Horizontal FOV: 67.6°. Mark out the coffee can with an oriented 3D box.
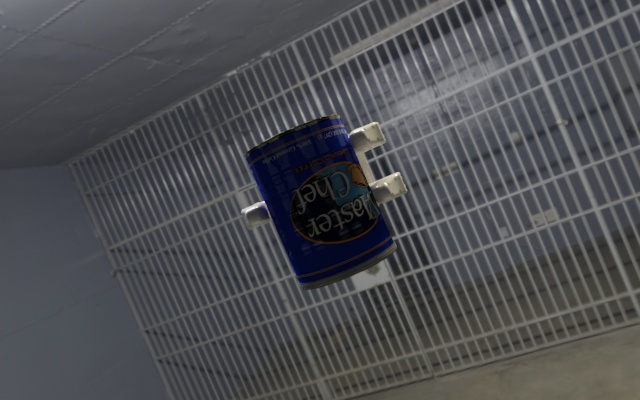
[{"bbox_3d":[0.000,0.002,0.466,0.103,0.140,0.103,-23,1,0],"label":"coffee can"}]
